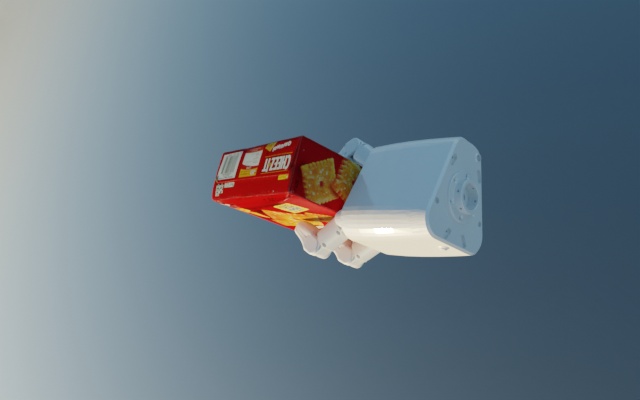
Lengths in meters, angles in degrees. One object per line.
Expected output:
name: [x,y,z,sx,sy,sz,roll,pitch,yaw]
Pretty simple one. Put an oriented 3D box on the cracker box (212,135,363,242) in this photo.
cracker box: [0.000,0.002,0.586,0.214,0.072,0.164,24,-18,-37]
